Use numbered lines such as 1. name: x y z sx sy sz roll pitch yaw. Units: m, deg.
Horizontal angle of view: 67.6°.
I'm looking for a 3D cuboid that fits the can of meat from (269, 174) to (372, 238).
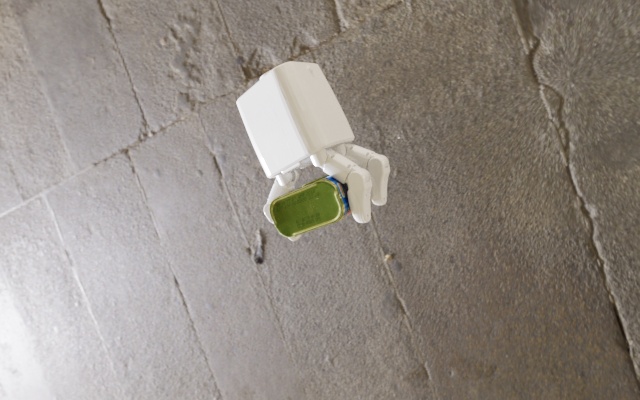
1. can of meat: 0.000 0.002 0.580 0.102 0.057 0.084 -22 2 30
